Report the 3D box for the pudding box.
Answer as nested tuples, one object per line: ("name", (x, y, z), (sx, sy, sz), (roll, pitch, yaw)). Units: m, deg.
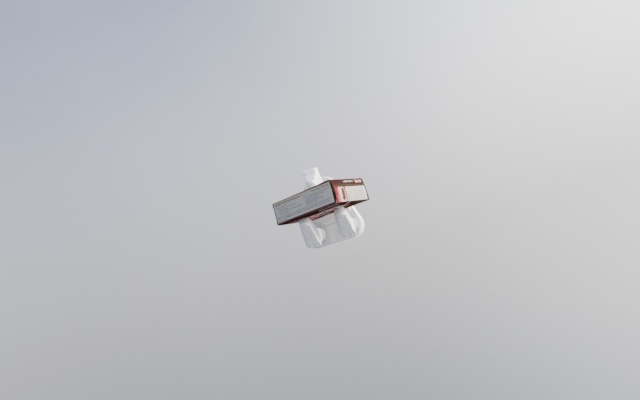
("pudding box", (0.000, 0.002, 0.700), (0.113, 0.039, 0.090), (-24, -10, 34))
